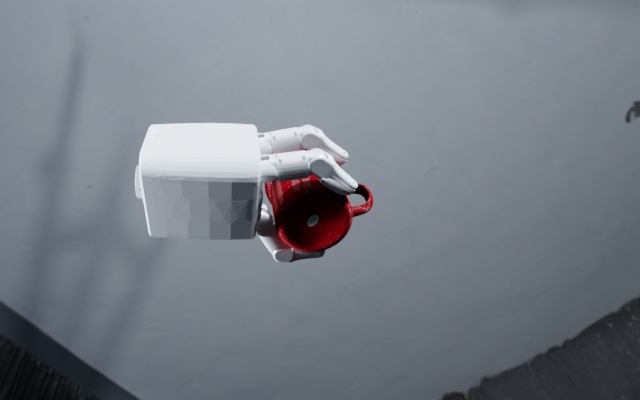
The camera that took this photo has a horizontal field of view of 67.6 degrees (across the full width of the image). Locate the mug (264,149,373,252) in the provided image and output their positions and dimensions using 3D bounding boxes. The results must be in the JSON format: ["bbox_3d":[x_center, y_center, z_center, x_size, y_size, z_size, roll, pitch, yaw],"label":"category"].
[{"bbox_3d":[0.002,0.002,0.521,0.117,0.093,0.081,-1,32,-10],"label":"mug"}]
